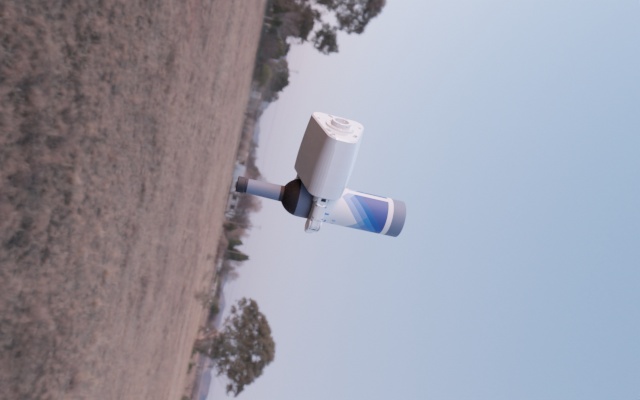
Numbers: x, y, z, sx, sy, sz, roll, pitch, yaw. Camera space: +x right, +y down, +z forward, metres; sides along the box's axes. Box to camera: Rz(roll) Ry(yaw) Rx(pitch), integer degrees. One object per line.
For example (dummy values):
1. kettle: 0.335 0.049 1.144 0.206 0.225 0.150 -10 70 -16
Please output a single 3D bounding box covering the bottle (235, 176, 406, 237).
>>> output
1. bottle: 0.000 0.003 0.834 0.296 0.069 0.069 12 -2 -11
